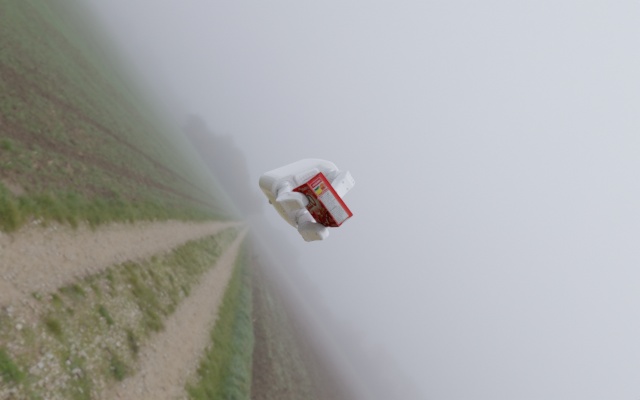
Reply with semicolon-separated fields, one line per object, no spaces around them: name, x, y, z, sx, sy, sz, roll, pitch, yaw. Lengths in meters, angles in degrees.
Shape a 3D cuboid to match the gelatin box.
gelatin box;0.001;0.002;0.662;0.030;0.073;0.089;-38;7;-16
